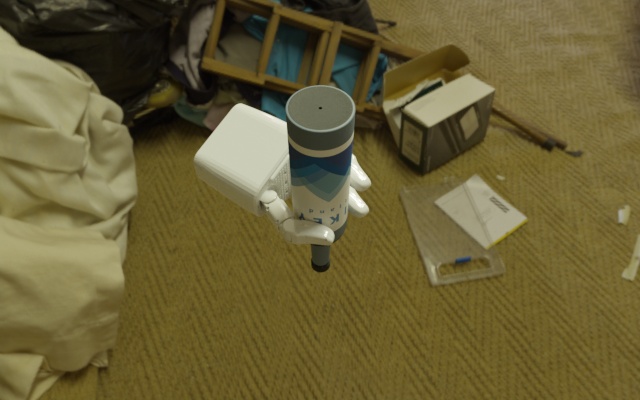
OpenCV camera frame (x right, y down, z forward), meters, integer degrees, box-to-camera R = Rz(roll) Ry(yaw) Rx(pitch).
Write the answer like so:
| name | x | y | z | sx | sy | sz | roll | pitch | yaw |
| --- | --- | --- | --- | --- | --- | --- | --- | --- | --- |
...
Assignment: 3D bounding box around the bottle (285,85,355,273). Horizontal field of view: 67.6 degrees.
| name | x | y | z | sx | sy | sz | roll | pitch | yaw |
| --- | --- | --- | --- | --- | --- | --- | --- | --- | --- |
| bottle | 0.000 | 0.002 | 0.568 | 0.069 | 0.069 | 0.296 | 0 | -38 | 0 |
